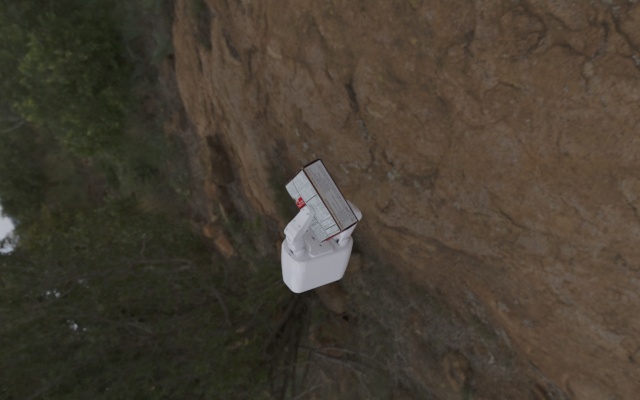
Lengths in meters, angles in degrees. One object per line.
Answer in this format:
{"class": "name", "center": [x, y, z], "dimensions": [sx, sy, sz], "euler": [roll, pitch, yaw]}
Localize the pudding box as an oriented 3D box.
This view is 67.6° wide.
{"class": "pudding box", "center": [0.000, 0.002, 0.724], "dimensions": [0.039, 0.113, 0.090], "euler": [-33, -1, -26]}
